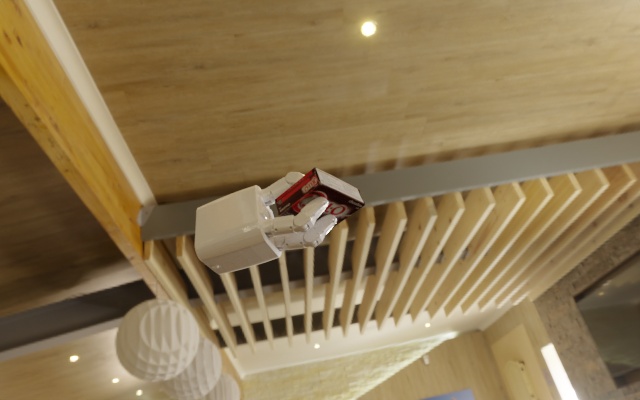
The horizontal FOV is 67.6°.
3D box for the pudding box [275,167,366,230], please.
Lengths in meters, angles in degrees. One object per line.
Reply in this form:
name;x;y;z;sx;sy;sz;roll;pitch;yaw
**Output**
pudding box;0.000;0.002;0.739;0.090;0.039;0.113;-36;-35;28
